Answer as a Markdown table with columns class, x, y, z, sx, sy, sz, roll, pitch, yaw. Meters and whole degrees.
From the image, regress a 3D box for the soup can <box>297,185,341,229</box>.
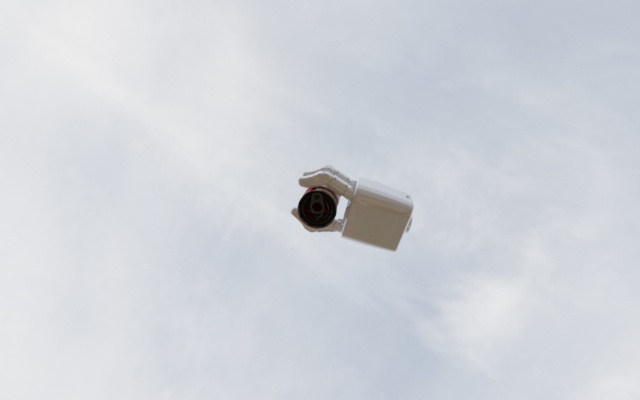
| class | x | y | z | sx | sy | sz | roll | pitch | yaw |
| --- | --- | --- | --- | --- | --- | --- | --- | --- | --- |
| soup can | 0.000 | 0.003 | 0.858 | 0.068 | 0.068 | 0.102 | 0 | 15 | 7 |
